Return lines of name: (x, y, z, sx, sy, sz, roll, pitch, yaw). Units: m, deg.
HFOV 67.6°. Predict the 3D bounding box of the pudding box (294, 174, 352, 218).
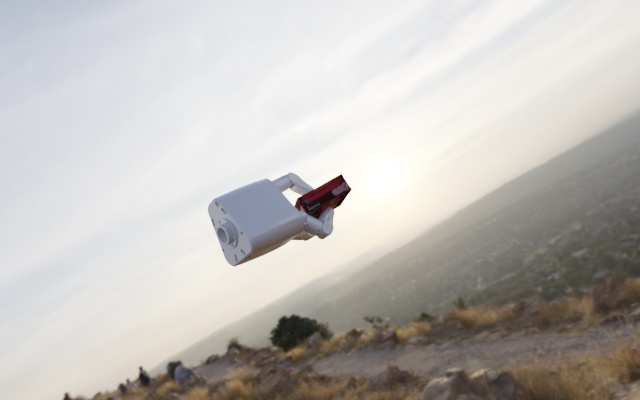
pudding box: (0.000, 0.003, 0.838, 0.090, 0.039, 0.113, -28, -7, -14)
